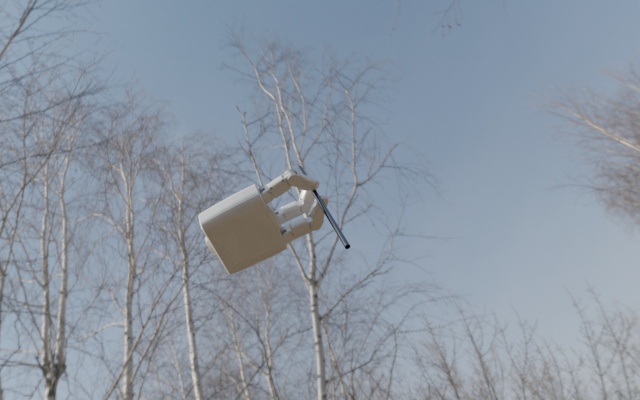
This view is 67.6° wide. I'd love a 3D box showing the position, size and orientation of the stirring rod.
[{"bbox_3d":[0.000,0.003,0.750,0.011,0.011,0.239,0,31,-21],"label":"stirring rod"}]
